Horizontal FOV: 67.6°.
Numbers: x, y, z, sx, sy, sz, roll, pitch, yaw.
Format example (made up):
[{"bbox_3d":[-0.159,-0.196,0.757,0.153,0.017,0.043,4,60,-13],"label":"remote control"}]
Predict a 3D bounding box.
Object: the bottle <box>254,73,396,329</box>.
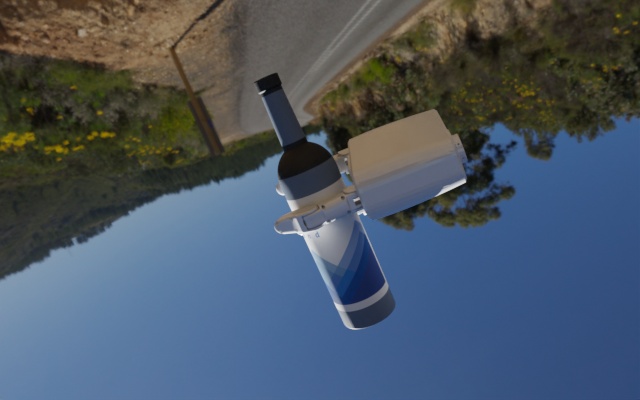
[{"bbox_3d":[0.000,0.002,0.535,0.069,0.296,0.069,-23,13,5],"label":"bottle"}]
